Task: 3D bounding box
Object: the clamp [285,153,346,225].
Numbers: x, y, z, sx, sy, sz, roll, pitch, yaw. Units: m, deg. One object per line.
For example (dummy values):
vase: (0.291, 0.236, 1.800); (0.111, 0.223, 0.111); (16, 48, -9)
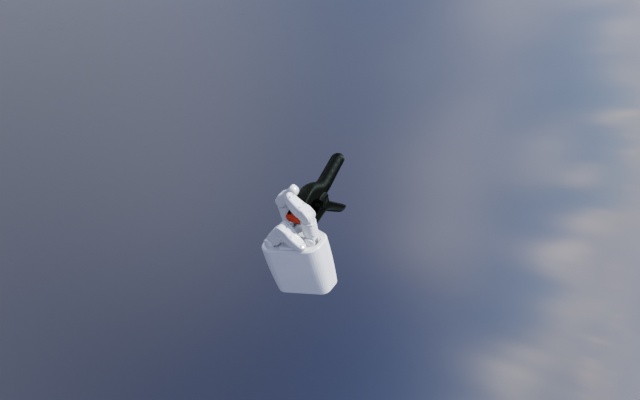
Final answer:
clamp: (0.001, 0.003, 0.864); (0.039, 0.120, 0.171); (11, 41, 35)
